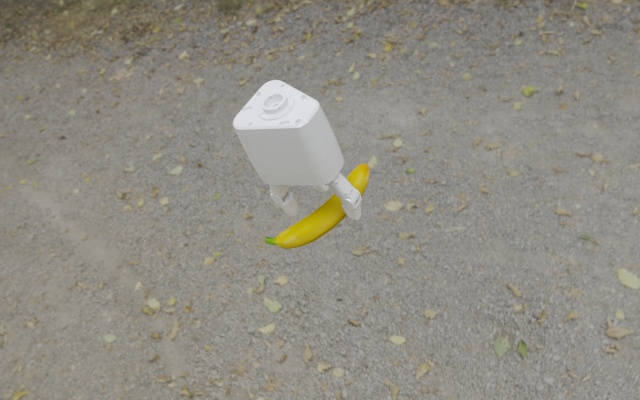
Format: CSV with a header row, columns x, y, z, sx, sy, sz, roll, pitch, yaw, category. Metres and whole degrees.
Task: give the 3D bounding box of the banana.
x,y,z,sx,sy,sz,roll,pitch,yaw,category
0.007,0.014,0.711,0.198,0.037,0.069,-36,46,-8,banana
